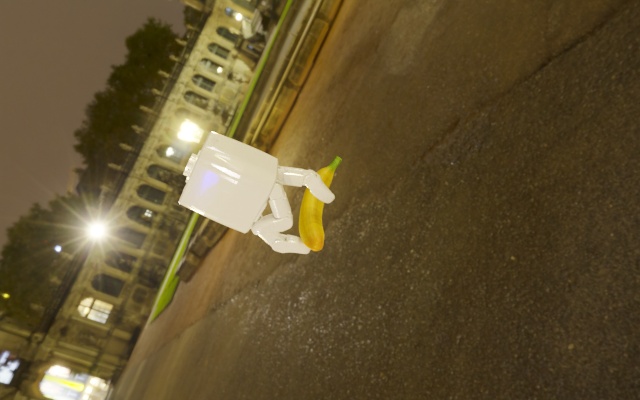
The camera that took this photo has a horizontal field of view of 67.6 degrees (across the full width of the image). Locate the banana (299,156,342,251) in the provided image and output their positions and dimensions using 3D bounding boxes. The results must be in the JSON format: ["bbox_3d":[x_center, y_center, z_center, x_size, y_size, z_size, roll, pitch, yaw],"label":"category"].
[{"bbox_3d":[-0.008,0.010,0.755,0.037,0.197,0.070,24,-44,-14],"label":"banana"}]
